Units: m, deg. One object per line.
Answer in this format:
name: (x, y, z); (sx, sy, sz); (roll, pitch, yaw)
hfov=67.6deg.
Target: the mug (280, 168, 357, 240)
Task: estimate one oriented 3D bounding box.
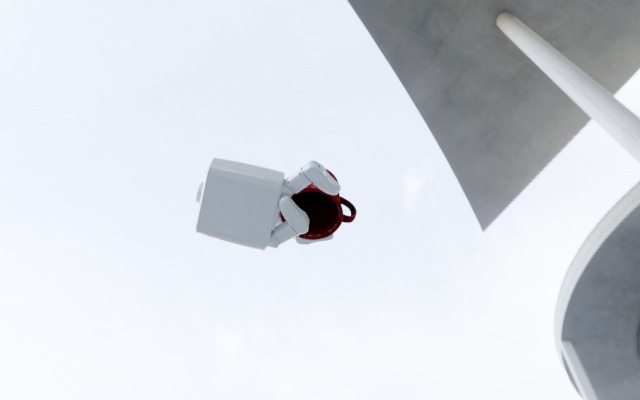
mug: (0.002, 0.003, 0.732); (0.117, 0.093, 0.081); (15, 33, -7)
